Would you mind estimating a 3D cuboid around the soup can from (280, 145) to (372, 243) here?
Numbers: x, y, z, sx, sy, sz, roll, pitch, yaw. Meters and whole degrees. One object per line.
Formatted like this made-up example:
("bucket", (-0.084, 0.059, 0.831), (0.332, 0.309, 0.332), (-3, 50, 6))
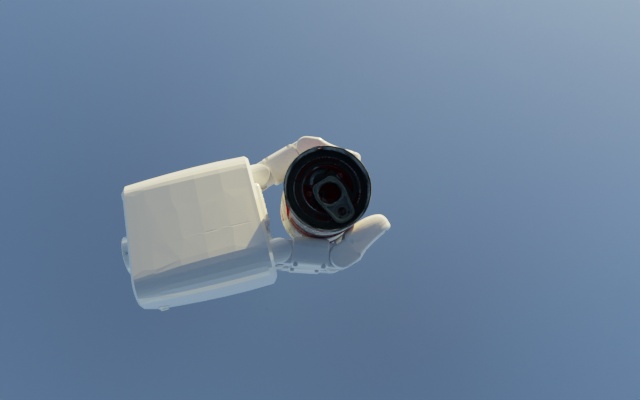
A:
("soup can", (0.000, 0.001, 0.411), (0.068, 0.068, 0.102), (0, -13, -7))
